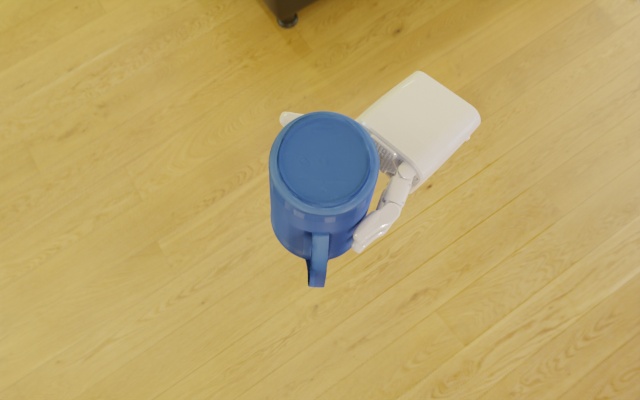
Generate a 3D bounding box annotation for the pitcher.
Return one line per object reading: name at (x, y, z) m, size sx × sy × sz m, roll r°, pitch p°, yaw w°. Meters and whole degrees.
pitcher at (0.000, 0.002, 0.566) m, size 0.145 × 0.149 × 0.243 m, roll -41°, pitch -10°, yaw -11°
